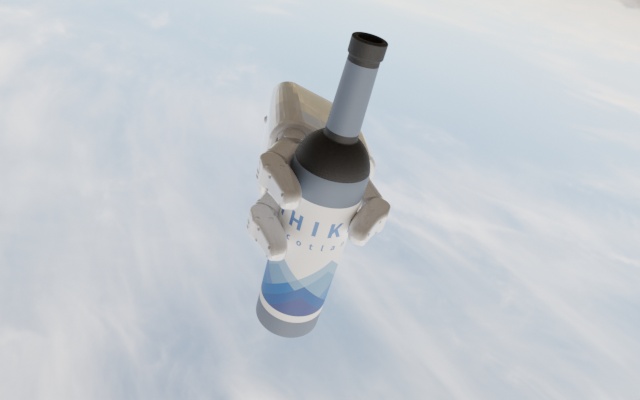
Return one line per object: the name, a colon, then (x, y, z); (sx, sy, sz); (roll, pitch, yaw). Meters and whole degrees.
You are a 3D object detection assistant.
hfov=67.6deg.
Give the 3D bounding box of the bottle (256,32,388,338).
bottle: (0.000, 0.002, 0.422); (0.069, 0.296, 0.069); (12, 34, -8)
